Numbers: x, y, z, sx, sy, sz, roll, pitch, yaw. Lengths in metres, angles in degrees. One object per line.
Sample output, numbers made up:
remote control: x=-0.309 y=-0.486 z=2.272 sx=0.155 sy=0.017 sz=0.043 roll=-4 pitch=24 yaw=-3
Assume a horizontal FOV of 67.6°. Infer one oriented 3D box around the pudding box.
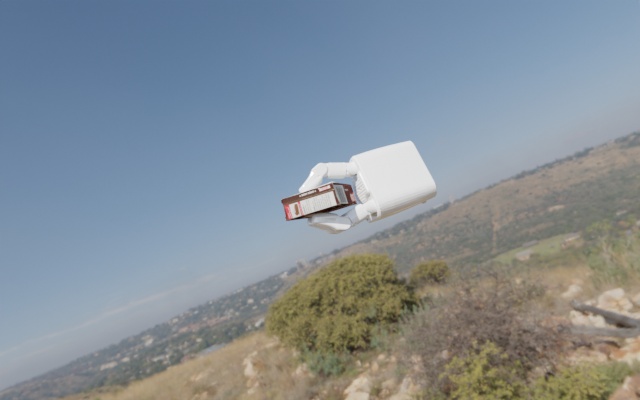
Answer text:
pudding box: x=0.000 y=0.002 z=0.757 sx=0.090 sy=0.039 sz=0.113 roll=-18 pitch=-7 yaw=17
